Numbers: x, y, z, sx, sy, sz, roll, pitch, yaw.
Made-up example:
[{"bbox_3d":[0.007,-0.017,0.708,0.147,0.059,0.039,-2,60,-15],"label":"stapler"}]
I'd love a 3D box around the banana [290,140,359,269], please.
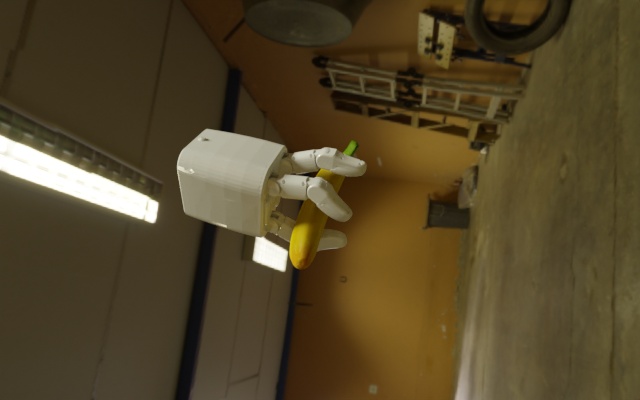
[{"bbox_3d":[-0.004,0.009,0.587,0.037,0.197,0.070,24,-35,-2],"label":"banana"}]
